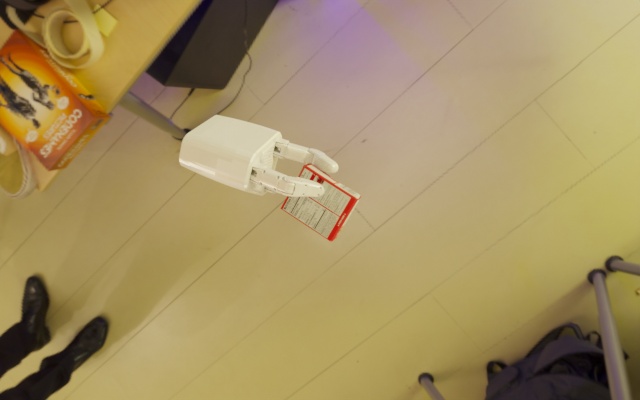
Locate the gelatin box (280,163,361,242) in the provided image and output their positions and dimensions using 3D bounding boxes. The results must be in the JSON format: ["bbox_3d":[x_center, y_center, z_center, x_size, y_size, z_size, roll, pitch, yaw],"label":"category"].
[{"bbox_3d":[0.000,0.002,0.663,0.089,0.073,0.030,33,18,11],"label":"gelatin box"}]
